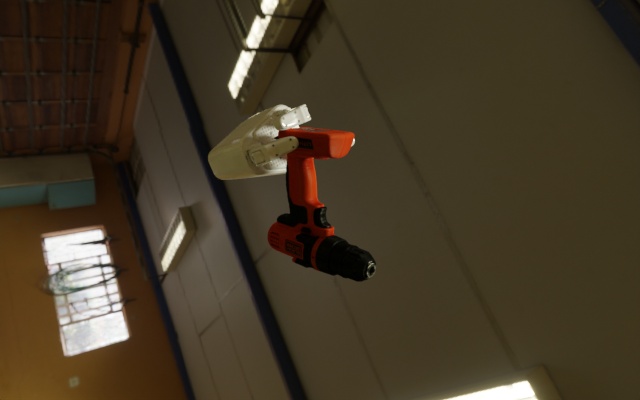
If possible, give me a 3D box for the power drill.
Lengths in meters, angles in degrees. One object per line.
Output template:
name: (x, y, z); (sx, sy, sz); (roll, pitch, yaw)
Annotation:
power drill: (0.000, 0.002, 0.628); (0.184, 0.188, 0.057); (15, 18, 41)
